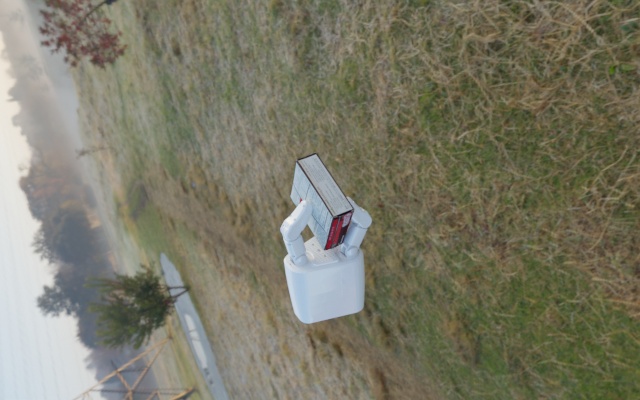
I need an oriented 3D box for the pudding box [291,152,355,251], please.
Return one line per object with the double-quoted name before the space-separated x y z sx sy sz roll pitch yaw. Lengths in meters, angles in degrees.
"pudding box" 0.000 0.002 0.687 0.039 0.113 0.090 -22 -29 -24
